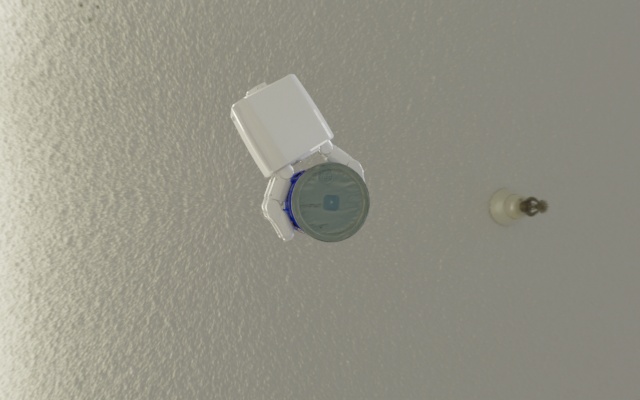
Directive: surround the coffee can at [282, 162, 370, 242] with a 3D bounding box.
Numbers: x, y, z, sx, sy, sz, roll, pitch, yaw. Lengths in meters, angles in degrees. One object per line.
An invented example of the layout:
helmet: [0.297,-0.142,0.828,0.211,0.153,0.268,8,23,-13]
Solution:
coffee can: [0.000,0.002,0.674,0.103,0.103,0.140,0,0,-12]
